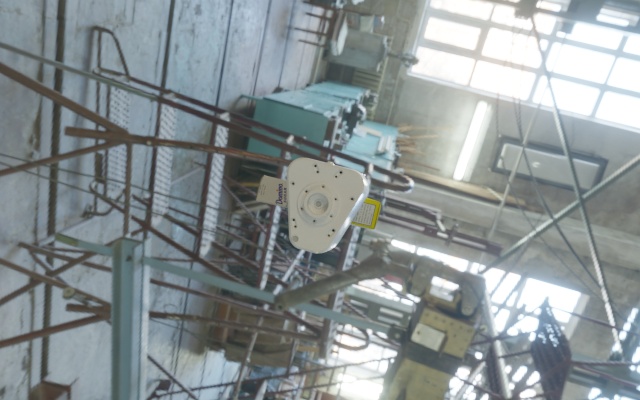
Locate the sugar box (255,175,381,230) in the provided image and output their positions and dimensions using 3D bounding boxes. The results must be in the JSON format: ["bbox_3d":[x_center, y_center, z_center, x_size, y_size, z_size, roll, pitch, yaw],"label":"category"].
[{"bbox_3d":[0.000,0.002,0.716,0.176,0.048,0.093,16,0,6],"label":"sugar box"}]
